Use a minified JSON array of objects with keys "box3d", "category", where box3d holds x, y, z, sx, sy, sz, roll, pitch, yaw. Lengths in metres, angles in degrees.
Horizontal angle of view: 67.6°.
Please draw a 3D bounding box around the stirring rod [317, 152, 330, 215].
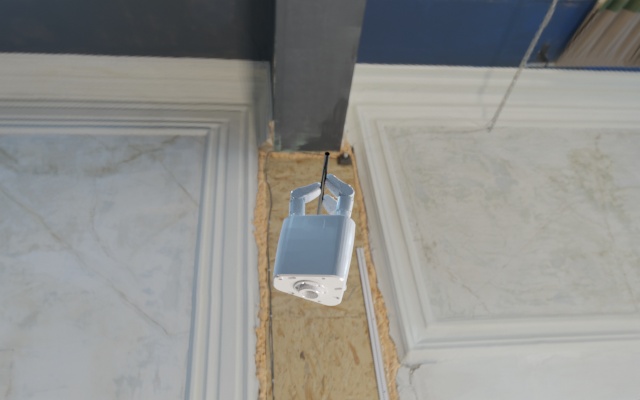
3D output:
[{"box3d":[0.000,0.003,0.820,0.011,0.011,0.240,0,-38,-6],"category":"stirring rod"}]
